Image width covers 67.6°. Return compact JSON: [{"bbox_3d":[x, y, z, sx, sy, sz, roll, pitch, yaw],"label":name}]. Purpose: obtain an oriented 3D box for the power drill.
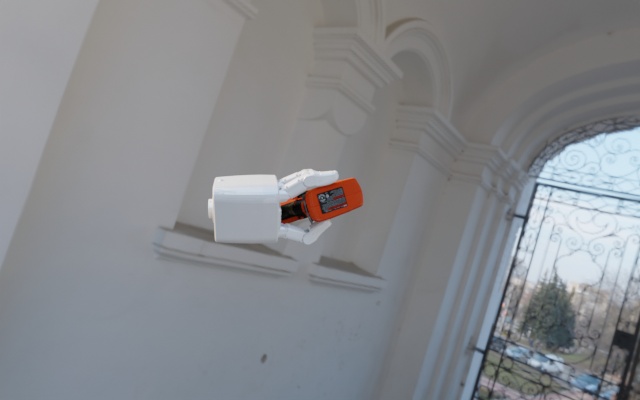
[{"bbox_3d":[0.000,0.003,0.881,0.184,0.057,0.187,-20,2,-26],"label":"power drill"}]
